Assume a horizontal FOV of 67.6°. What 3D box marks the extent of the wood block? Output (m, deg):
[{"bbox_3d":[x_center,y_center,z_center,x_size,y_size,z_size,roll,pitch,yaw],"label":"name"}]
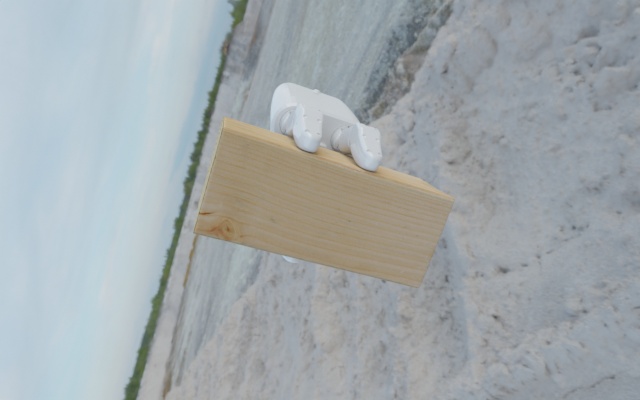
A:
[{"bbox_3d":[0.000,0.002,0.437,0.206,0.091,0.090,16,12,-15],"label":"wood block"}]
